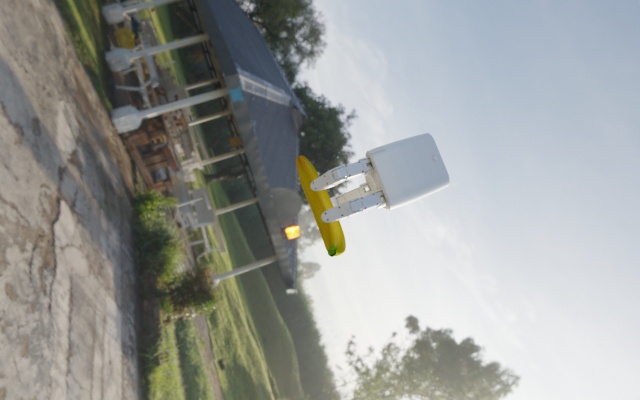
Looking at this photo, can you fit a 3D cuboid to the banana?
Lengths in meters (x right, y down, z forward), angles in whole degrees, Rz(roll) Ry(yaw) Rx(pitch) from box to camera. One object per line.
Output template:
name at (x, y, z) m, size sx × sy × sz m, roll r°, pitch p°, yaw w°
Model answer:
banana at (0.004, 0.015, 0.770) m, size 0.037 × 0.197 × 0.070 m, roll -20°, pitch -33°, yaw -2°
